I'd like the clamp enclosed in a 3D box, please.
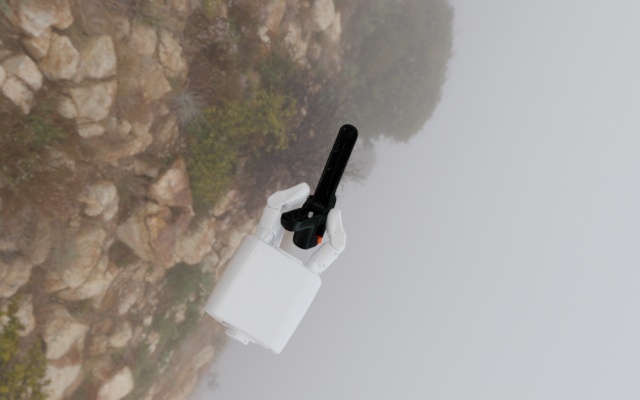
[{"bbox_3d":[0.001,0.003,0.650,0.036,0.164,0.210,28,-21,11],"label":"clamp"}]
